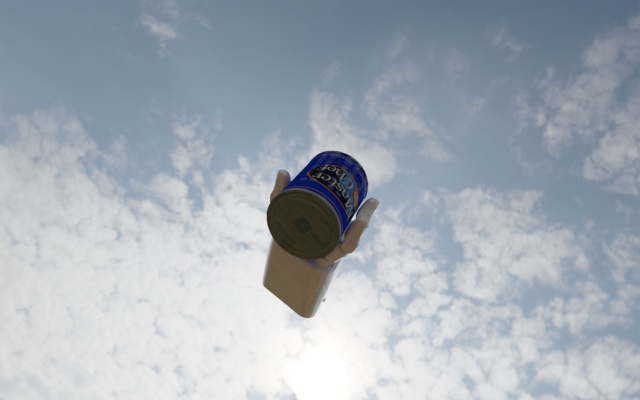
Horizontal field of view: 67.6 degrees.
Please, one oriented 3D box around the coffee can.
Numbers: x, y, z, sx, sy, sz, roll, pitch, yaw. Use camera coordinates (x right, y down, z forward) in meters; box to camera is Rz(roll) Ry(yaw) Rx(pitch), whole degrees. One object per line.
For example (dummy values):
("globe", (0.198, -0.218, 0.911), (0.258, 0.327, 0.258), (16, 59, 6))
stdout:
("coffee can", (0.000, 0.002, 0.669), (0.103, 0.103, 0.140), (0, 26, 23))
